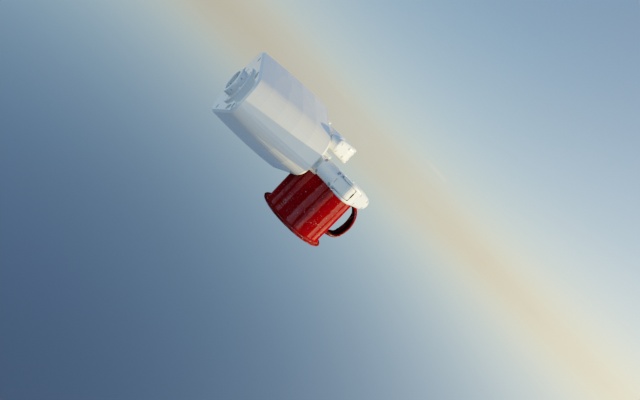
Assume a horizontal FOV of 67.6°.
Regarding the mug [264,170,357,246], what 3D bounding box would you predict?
[{"bbox_3d":[0.001,0.003,0.591,0.117,0.081,0.093,40,10,-29],"label":"mug"}]
